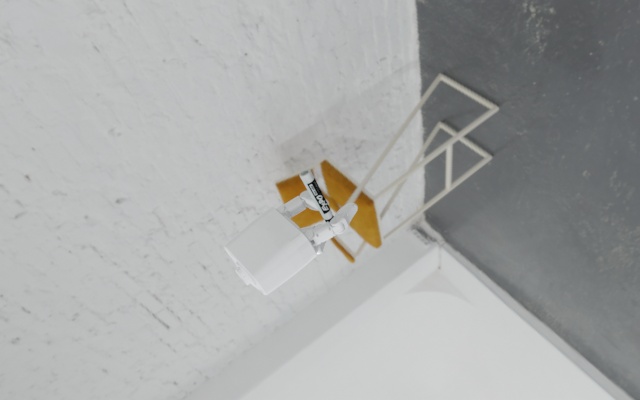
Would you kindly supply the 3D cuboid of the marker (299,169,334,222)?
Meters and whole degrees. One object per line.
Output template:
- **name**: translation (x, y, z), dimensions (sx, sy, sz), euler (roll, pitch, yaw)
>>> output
- **marker**: translation (0.000, 0.002, 0.759), dimensions (0.020, 0.121, 0.020), euler (-19, 34, 13)
